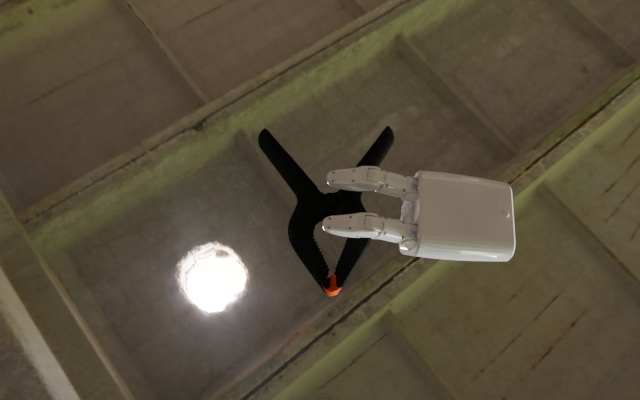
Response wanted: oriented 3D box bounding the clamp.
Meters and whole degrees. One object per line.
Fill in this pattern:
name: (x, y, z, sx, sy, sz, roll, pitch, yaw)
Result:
clamp: (0.000, 0.003, 0.551, 0.164, 0.210, 0.036, 5, -21, 2)
